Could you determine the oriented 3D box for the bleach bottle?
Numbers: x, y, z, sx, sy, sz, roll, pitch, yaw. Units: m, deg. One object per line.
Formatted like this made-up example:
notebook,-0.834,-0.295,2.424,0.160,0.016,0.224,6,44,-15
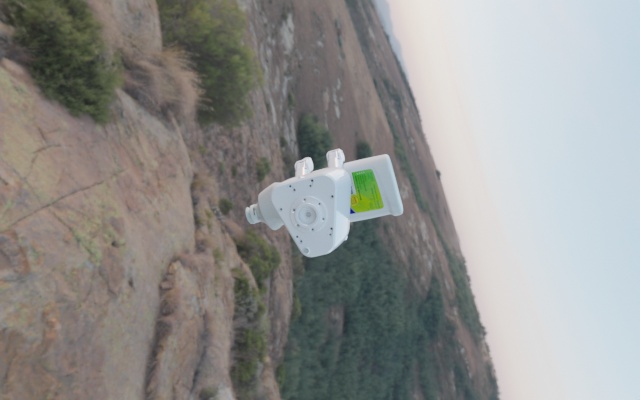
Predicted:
bleach bottle,0.000,0.002,0.780,0.251,0.102,0.068,-15,4,12
